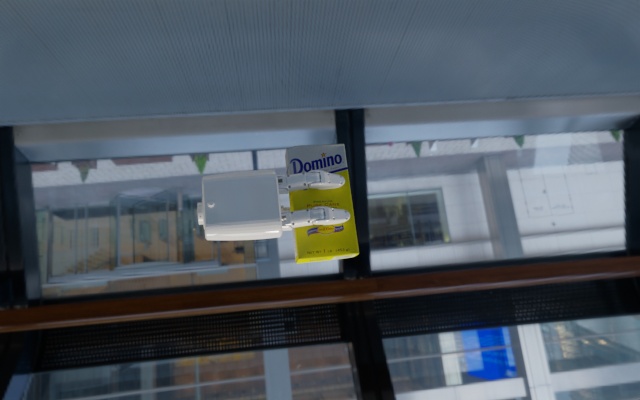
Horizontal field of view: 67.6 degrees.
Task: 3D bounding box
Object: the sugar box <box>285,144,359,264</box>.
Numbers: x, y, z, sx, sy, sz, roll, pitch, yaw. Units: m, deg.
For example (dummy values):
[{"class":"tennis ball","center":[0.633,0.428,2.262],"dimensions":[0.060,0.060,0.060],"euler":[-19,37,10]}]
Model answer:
[{"class":"sugar box","center":[0.000,0.002,0.725],"dimensions":[0.093,0.176,0.048],"euler":[-5,-14,-10]}]
